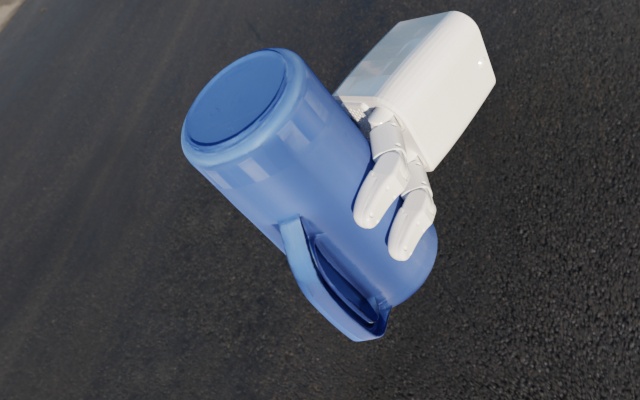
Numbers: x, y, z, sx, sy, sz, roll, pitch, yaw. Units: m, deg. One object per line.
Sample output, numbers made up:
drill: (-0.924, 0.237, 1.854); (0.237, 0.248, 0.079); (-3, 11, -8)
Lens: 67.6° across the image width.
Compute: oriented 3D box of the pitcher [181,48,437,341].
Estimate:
pitcher: (0.000, 0.001, 0.406); (0.149, 0.145, 0.243); (32, -10, 45)
